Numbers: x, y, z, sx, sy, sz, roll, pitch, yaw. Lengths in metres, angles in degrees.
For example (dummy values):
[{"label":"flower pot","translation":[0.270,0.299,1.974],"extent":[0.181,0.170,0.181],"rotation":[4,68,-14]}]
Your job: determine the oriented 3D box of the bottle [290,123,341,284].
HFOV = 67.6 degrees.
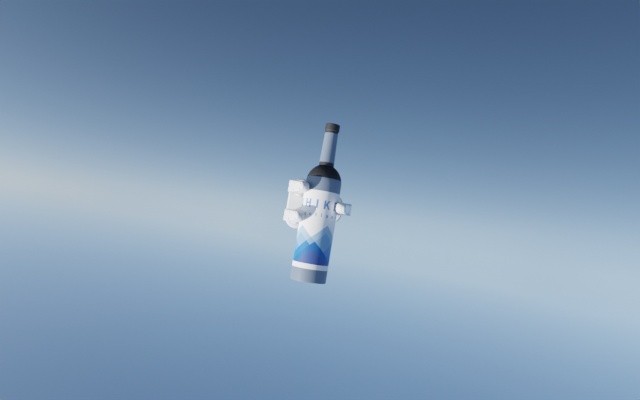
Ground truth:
[{"label":"bottle","translation":[0.000,0.003,0.887],"extent":[0.069,0.295,0.069],"rotation":[9,-3,1]}]
